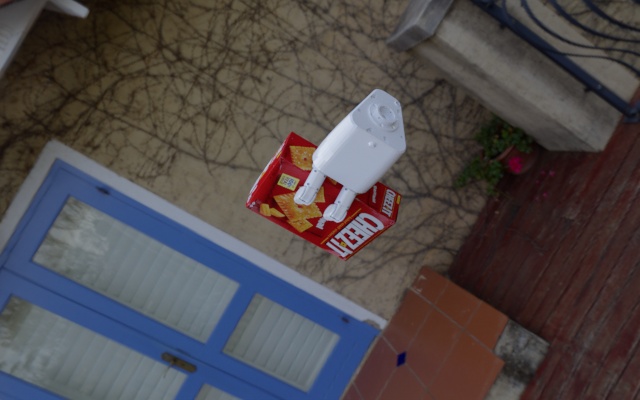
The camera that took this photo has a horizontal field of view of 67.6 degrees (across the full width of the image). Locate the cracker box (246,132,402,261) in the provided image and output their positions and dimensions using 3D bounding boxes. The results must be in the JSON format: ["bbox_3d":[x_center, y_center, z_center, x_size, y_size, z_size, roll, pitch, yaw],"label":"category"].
[{"bbox_3d":[0.000,0.002,0.806,0.214,0.072,0.164,30,-40,-13],"label":"cracker box"}]
